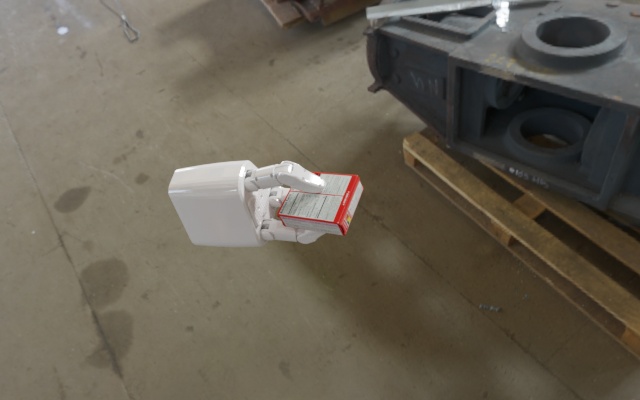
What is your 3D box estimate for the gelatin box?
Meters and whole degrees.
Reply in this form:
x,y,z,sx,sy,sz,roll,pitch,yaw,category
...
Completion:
x,y,z,sx,sy,sz,roll,pitch,yaw,category
0.000,0.002,0.594,0.089,0.073,0.030,6,-34,29,gelatin box
